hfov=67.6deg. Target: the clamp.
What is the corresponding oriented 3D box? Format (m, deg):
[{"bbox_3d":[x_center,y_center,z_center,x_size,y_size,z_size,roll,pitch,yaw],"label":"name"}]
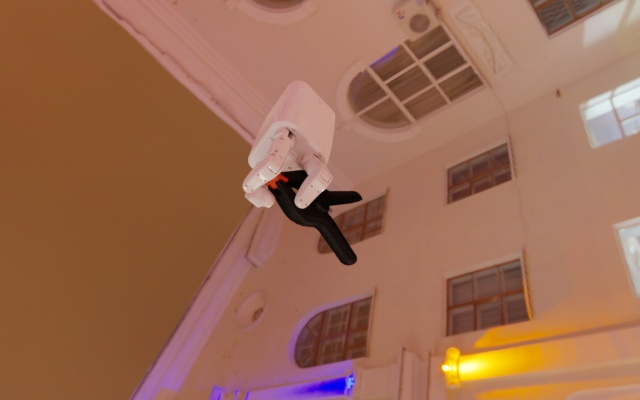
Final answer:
[{"bbox_3d":[0.000,0.002,0.671,0.039,0.120,0.171,-27,-55,34],"label":"clamp"}]
